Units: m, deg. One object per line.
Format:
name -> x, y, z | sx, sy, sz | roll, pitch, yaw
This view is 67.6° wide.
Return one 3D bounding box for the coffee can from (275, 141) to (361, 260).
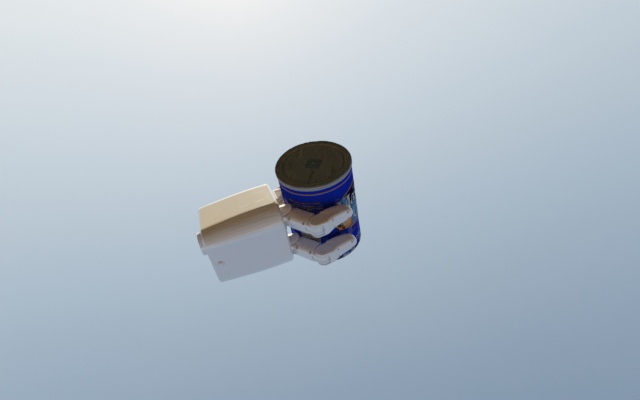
coffee can -> 0.000, 0.002, 0.671 | 0.103, 0.140, 0.102 | -6, 41, 5
